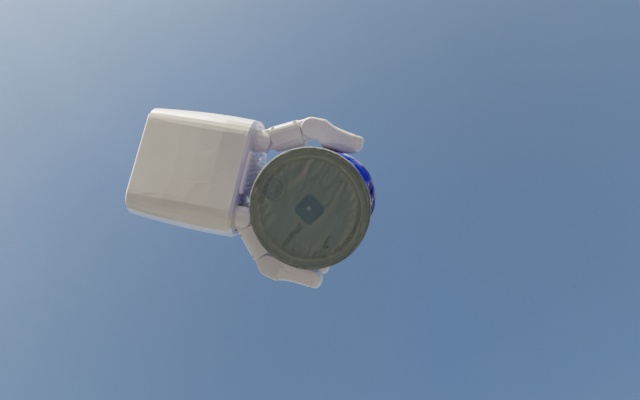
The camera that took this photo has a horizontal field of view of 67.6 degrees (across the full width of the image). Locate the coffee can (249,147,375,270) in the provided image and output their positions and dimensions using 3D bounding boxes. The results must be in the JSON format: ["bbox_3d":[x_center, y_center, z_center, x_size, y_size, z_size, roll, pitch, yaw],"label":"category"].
[{"bbox_3d":[0.000,0.001,0.462,0.103,0.103,0.140,0,5,8],"label":"coffee can"}]
